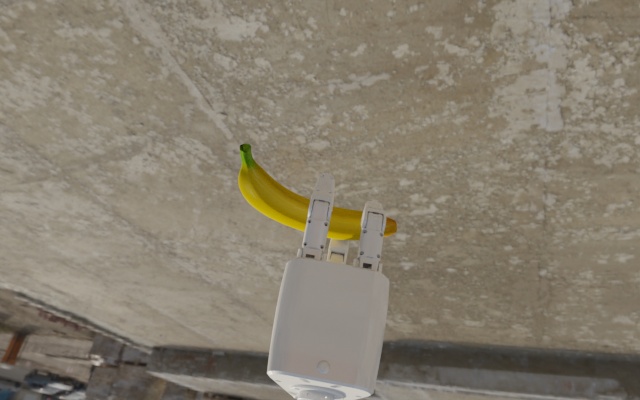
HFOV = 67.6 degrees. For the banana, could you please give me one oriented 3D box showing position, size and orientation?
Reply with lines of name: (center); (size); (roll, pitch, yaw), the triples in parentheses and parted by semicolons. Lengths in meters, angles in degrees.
banana: (-0.012, 0.008, 0.525); (0.198, 0.037, 0.070); (25, -37, -19)
